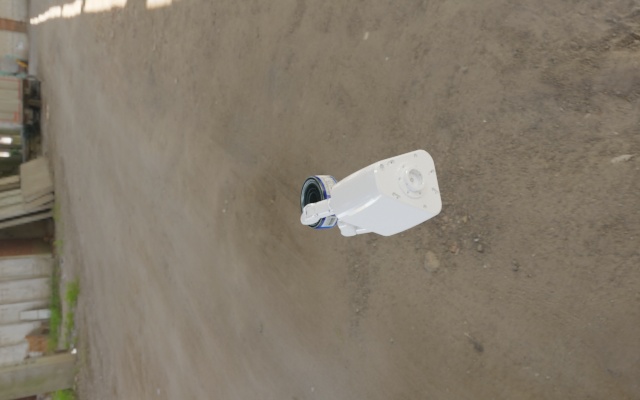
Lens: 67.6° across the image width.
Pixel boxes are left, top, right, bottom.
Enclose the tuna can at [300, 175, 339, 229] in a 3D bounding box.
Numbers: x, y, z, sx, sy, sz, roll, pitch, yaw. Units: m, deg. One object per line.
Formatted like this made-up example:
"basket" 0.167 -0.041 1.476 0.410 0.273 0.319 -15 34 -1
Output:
"tuna can" 0.000 0.003 0.762 0.034 0.086 0.086 -2 1 -28
